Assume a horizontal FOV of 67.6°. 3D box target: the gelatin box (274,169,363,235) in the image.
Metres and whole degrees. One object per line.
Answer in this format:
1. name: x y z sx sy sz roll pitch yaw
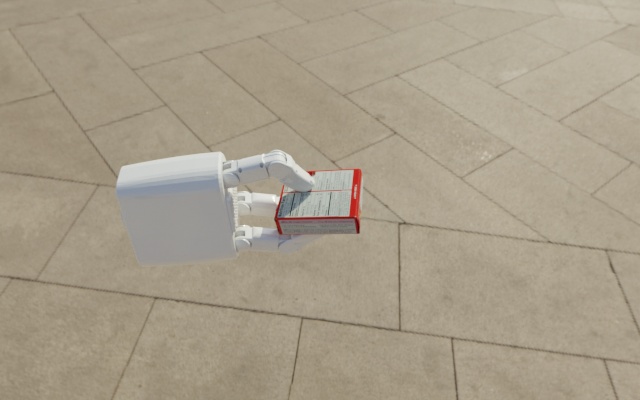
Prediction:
1. gelatin box: 0.000 0.001 0.518 0.089 0.073 0.030 -2 -44 12
